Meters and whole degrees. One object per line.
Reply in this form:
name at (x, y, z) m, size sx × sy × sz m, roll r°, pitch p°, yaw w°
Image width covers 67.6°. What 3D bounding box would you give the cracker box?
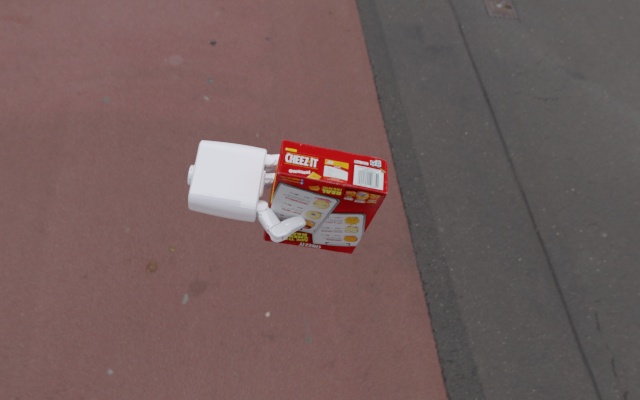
cracker box at (0.000, 0.003, 0.778) m, size 0.164 × 0.072 × 0.214 m, roll 10°, pitch -32°, yaw -7°
